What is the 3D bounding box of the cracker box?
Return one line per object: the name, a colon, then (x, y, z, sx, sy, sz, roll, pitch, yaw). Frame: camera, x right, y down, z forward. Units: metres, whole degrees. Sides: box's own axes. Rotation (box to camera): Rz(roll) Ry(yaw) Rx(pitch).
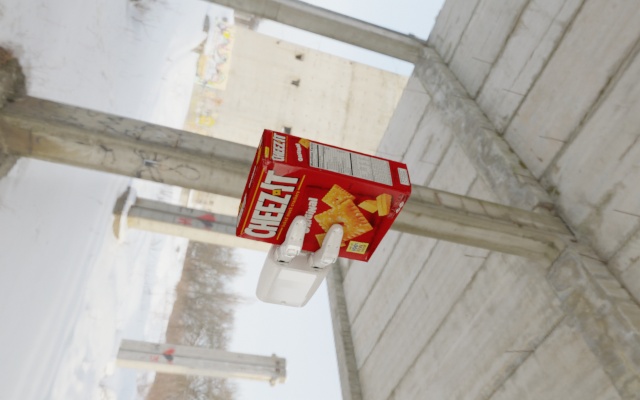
cracker box: (0.000, 0.002, 0.692, 0.214, 0.072, 0.164, 12, -46, -15)
